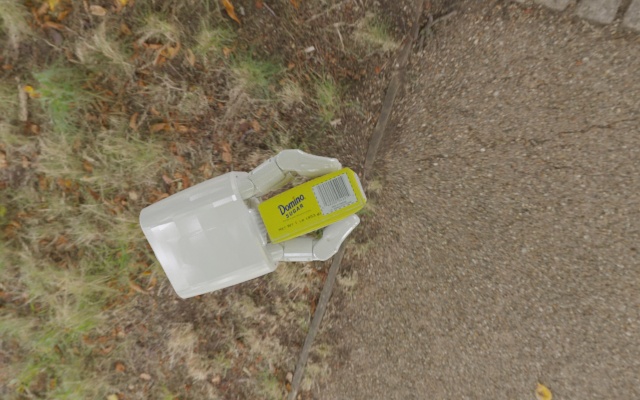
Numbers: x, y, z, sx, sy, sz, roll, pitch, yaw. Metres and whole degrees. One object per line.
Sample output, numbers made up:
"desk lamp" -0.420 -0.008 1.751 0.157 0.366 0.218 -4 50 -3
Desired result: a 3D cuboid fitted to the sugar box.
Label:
"sugar box" 0.000 0.001 0.513 0.093 0.048 0.176 -22 2 6
